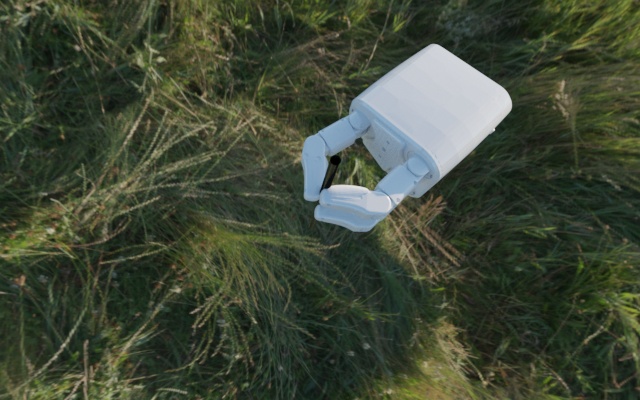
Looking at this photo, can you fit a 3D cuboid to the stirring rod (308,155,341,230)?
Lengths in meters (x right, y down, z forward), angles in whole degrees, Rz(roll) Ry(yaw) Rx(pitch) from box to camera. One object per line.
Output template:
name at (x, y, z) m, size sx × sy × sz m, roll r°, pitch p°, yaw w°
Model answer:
stirring rod at (0.000, 0.001, 0.463) m, size 0.011 × 0.011 × 0.239 m, roll 0°, pitch -15°, yaw -5°
